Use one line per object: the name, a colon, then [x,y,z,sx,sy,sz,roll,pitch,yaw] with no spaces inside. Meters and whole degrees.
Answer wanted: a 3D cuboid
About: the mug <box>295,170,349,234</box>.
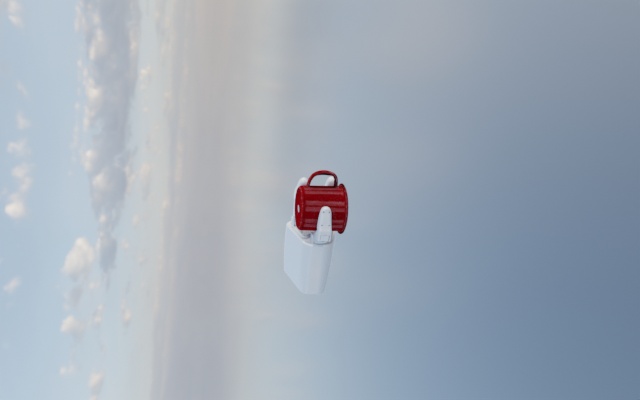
mug: [0.000,0.001,0.857,0.081,0.117,0.093,1,19,-13]
